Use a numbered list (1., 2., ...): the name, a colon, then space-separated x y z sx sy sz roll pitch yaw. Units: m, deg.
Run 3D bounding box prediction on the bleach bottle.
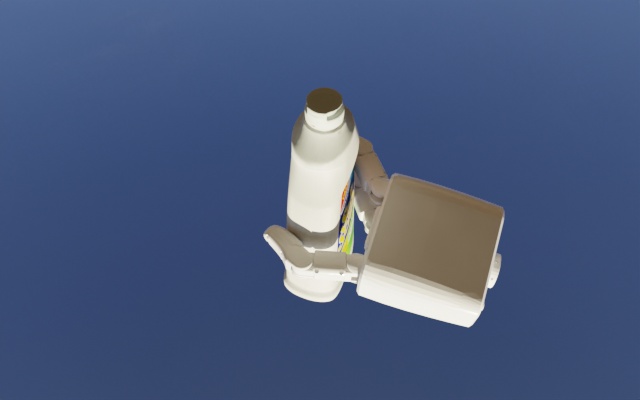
1. bleach bottle: 0.000 0.001 0.460 0.068 0.102 0.251 15 -33 10
